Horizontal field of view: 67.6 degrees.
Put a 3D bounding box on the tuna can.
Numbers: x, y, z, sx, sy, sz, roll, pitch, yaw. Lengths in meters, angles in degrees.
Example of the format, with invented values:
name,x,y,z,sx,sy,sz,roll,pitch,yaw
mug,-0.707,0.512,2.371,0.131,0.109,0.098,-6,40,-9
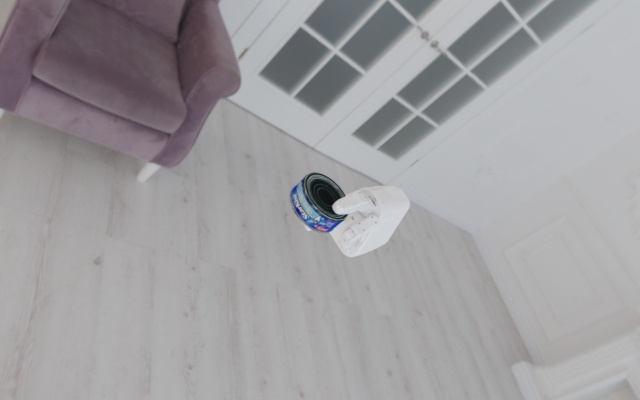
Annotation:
name,x,y,z,sx,sy,sz,roll,pitch,yaw
tuna can,0.000,0.002,0.686,0.086,0.086,0.034,0,-33,-47
